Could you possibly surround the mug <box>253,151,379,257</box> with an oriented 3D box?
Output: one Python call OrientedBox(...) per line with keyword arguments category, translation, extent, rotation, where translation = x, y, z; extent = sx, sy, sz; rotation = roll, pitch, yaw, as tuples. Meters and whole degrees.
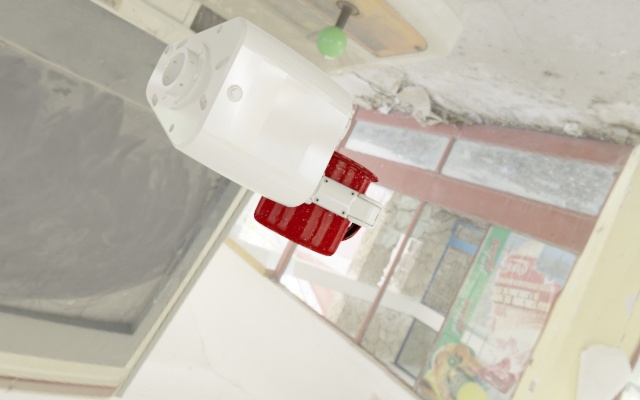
OrientedBox(category="mug", translation=(0.001, 0.002, 0.434), extent=(0.117, 0.081, 0.093), rotation=(28, -2, -43))
